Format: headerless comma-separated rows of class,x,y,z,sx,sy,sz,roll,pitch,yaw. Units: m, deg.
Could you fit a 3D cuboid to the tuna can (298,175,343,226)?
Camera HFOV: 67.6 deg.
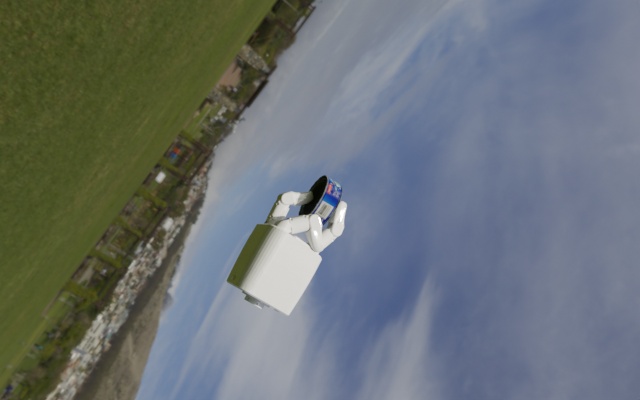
tuna can,0.001,0.003,0.804,0.034,0.086,0.086,31,-10,-17
